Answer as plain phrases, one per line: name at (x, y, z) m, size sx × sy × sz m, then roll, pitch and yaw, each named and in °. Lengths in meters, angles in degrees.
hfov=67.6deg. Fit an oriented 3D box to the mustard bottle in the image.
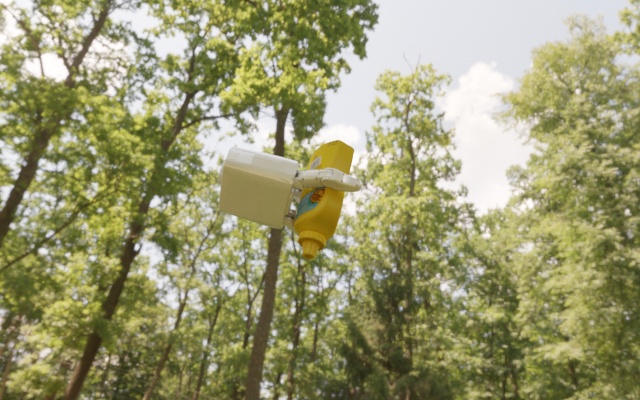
mustard bottle at (0.000, 0.002, 0.739) m, size 0.058 × 0.191 × 0.096 m, roll 29°, pitch -36°, yaw -23°
